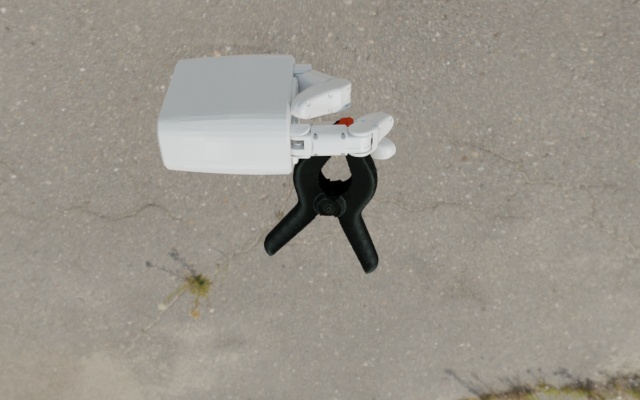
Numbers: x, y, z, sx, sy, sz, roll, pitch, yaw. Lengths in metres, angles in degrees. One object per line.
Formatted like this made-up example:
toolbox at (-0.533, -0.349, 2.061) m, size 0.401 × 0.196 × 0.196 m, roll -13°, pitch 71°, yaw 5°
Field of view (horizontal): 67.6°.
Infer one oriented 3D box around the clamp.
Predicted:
clamp at (0.000, 0.002, 0.462) m, size 0.120 × 0.172 × 0.039 m, roll 0°, pitch 33°, yaw 1°
